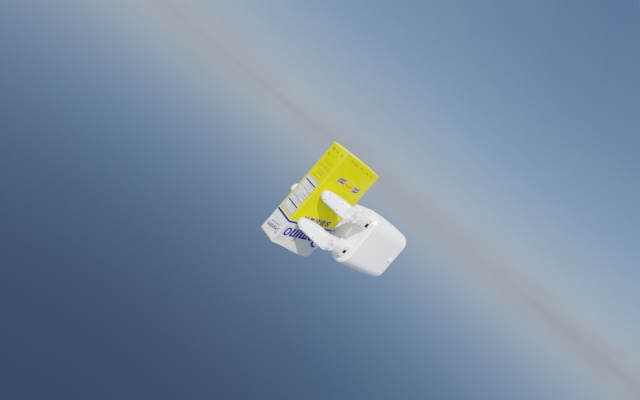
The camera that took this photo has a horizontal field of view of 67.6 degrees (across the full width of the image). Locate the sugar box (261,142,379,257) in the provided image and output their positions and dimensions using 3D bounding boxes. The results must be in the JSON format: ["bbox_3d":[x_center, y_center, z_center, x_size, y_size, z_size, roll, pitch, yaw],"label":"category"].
[{"bbox_3d":[0.001,0.003,0.739,0.093,0.176,0.048,32,10,-47],"label":"sugar box"}]
